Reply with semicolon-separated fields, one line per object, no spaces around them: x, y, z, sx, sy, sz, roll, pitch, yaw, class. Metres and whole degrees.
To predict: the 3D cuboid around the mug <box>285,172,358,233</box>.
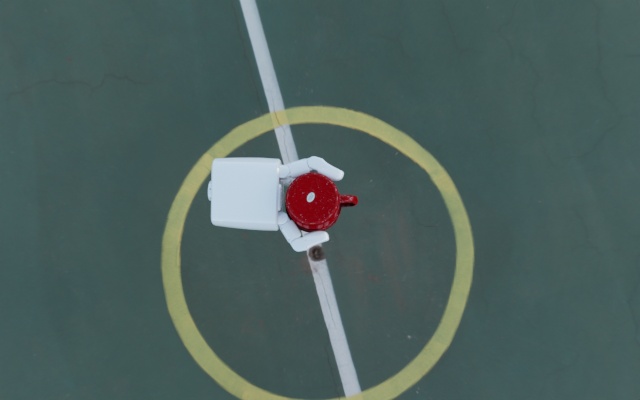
0.002;0.003;0.747;0.117;0.093;0.081;1;-7;1;mug
